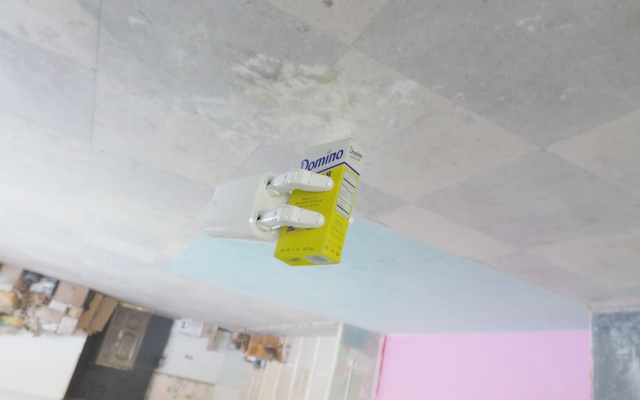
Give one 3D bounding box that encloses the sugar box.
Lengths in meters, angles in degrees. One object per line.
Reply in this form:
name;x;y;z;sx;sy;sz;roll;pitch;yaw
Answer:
sugar box;0.000;0.002;0.666;0.093;0.176;0.048;-9;-30;40
